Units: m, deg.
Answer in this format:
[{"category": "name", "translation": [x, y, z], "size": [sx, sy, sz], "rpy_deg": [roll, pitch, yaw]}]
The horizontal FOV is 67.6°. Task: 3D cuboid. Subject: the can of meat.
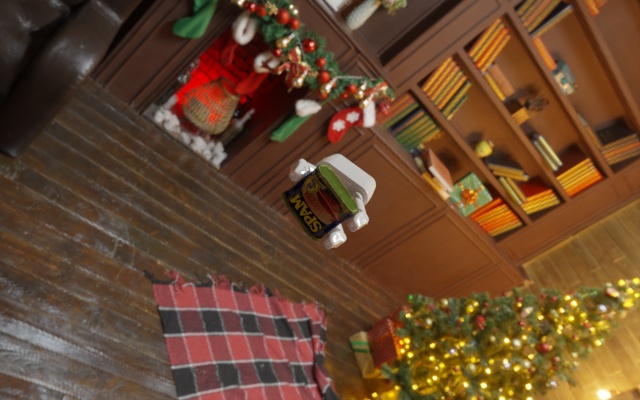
[{"category": "can of meat", "translation": [0.000, 0.002, 0.785], "size": [0.084, 0.102, 0.057], "rpy_deg": [-37, -1, 22]}]
